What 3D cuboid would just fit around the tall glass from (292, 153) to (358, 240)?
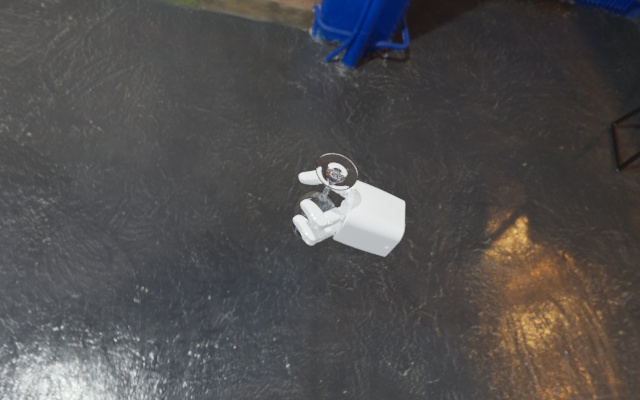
[{"bbox_3d":[0.000,0.002,0.873,0.079,0.079,0.201,0,-31,-19],"label":"tall glass"}]
